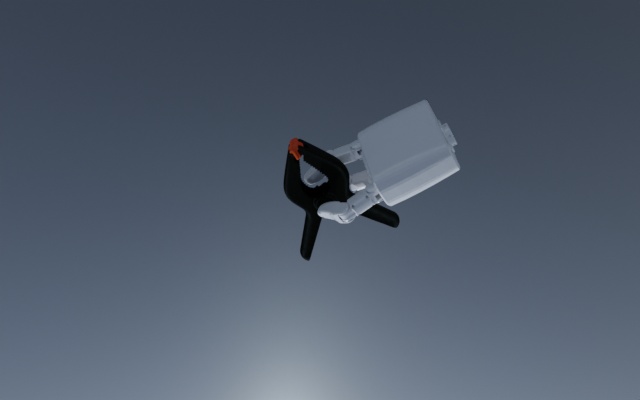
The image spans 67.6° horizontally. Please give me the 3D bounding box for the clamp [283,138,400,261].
[{"bbox_3d":[0.000,0.002,0.695,0.164,0.210,0.036,-29,35,16],"label":"clamp"}]
